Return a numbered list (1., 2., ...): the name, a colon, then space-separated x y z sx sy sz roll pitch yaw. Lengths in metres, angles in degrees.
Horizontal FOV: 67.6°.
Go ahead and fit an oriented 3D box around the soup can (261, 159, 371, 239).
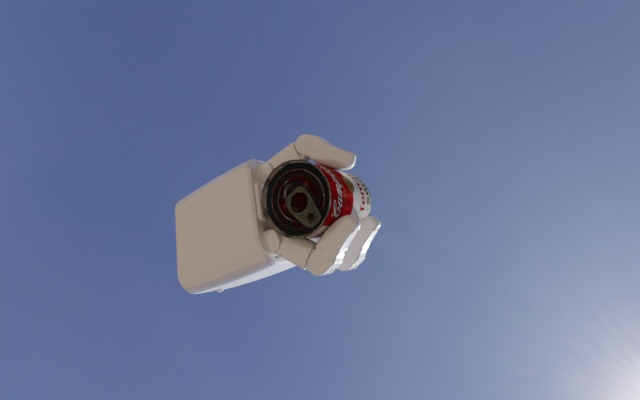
1. soup can: 0.001 0.001 0.451 0.068 0.068 0.102 0 -3 26
